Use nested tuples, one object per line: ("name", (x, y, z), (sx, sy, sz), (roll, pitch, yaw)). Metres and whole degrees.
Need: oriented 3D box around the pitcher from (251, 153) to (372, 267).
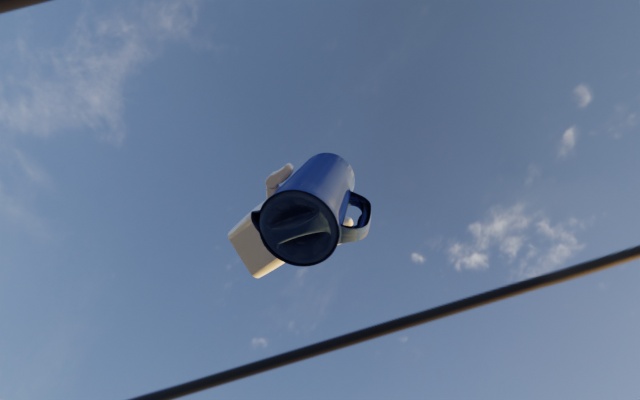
("pitcher", (0.000, 0.003, 0.839), (0.145, 0.149, 0.242), (-38, 10, 25))
